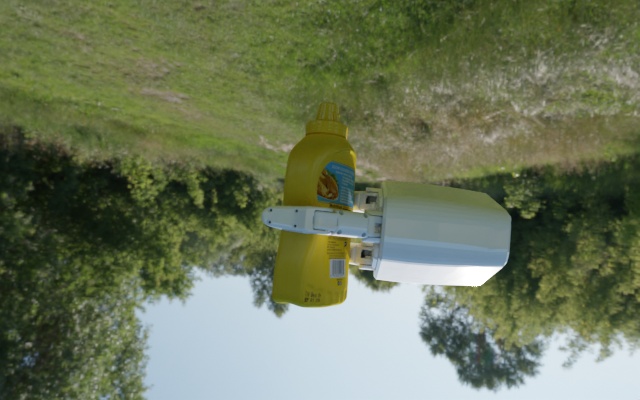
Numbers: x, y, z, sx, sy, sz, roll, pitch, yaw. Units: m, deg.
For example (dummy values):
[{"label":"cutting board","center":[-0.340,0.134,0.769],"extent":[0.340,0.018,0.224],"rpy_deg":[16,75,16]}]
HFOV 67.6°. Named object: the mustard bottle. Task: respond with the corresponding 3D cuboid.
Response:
[{"label":"mustard bottle","center":[0.000,0.002,0.457],"extent":[0.058,0.191,0.096],"rpy_deg":[3,-5,30]}]
